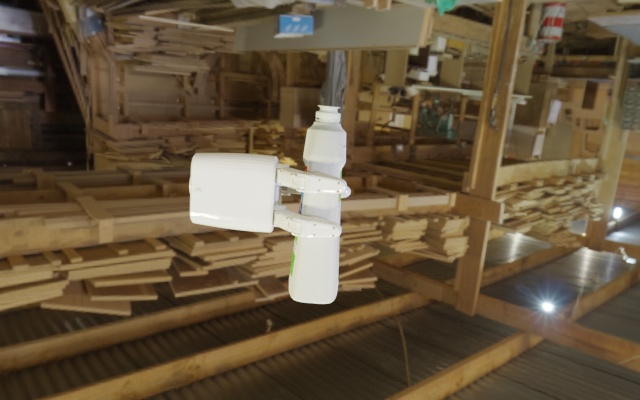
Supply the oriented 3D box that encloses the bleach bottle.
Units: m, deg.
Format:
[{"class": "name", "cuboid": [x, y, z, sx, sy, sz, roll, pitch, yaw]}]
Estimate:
[{"class": "bleach bottle", "cuboid": [0.000, 0.002, 0.633, 0.068, 0.251, 0.102, 5, 12, -1]}]
